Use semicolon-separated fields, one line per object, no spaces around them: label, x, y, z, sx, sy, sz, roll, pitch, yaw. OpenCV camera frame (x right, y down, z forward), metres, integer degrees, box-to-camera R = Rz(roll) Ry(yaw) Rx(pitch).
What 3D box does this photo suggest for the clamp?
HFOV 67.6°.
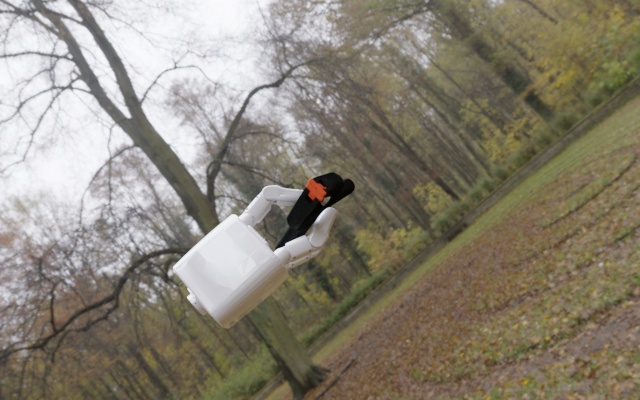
clamp;-0.001;0.002;0.672;0.164;0.036;0.210;-44;-8;-16
